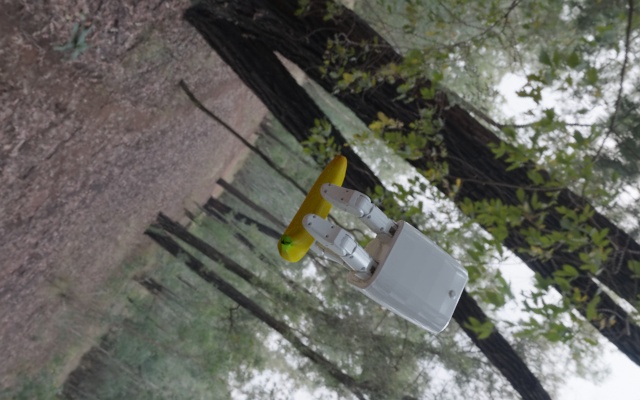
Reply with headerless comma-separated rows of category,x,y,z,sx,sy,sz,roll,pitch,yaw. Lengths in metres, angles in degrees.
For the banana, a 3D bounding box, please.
banana,-0.009,0.016,0.591,0.037,0.070,0.197,32,40,-2
